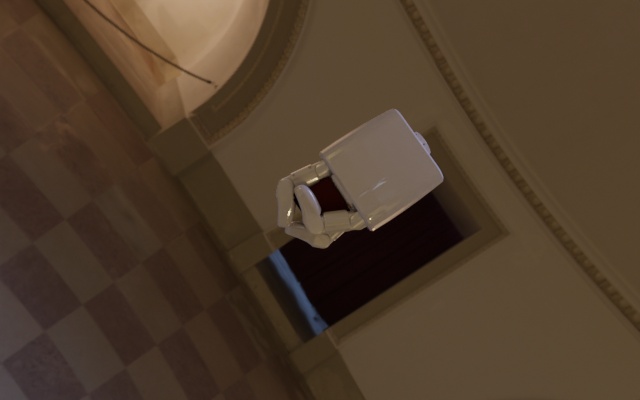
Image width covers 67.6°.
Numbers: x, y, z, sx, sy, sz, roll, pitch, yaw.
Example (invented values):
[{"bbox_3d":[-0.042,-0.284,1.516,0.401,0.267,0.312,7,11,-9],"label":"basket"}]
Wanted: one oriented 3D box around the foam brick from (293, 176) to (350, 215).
[{"bbox_3d":[0.000,0.002,0.607,0.051,0.053,0.078,-34,8,0],"label":"foam brick"}]
